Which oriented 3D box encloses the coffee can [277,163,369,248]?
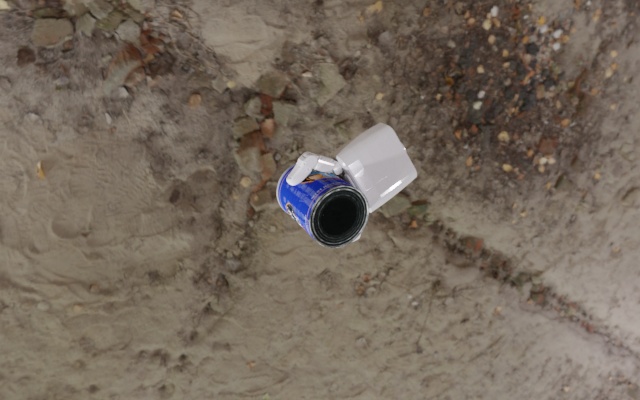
[{"bbox_3d":[0.000,0.003,0.780,0.103,0.103,0.140,0,20,-27],"label":"coffee can"}]
